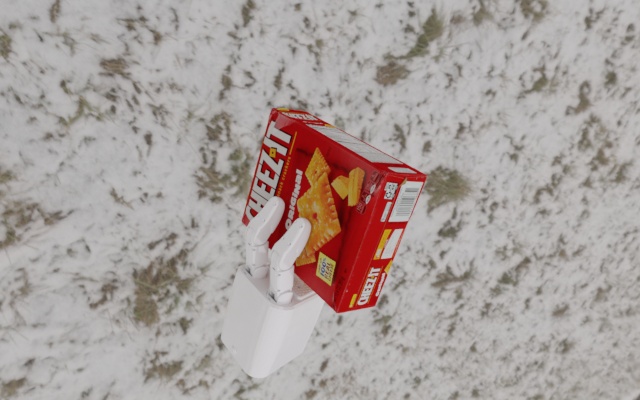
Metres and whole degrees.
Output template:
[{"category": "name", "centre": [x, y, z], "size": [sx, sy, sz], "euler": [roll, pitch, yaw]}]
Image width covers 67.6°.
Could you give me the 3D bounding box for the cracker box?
[{"category": "cracker box", "centre": [0.000, 0.002, 0.563], "size": [0.072, 0.164, 0.213], "euler": [1, 25, -42]}]
